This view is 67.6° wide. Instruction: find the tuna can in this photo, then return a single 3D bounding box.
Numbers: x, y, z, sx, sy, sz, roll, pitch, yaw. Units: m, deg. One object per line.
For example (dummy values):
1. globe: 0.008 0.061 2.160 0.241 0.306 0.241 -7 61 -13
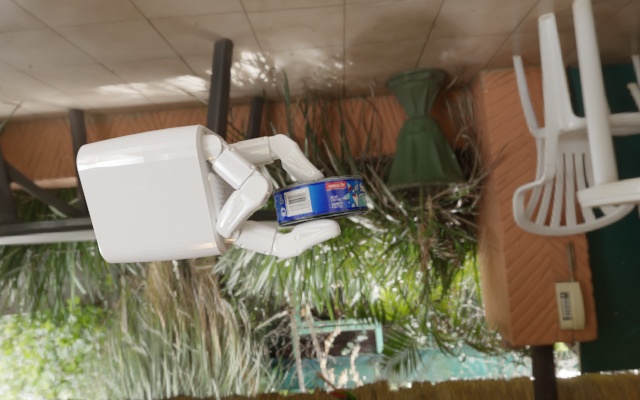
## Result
1. tuna can: 0.000 0.002 0.446 0.086 0.033 0.086 -10 -5 -1
